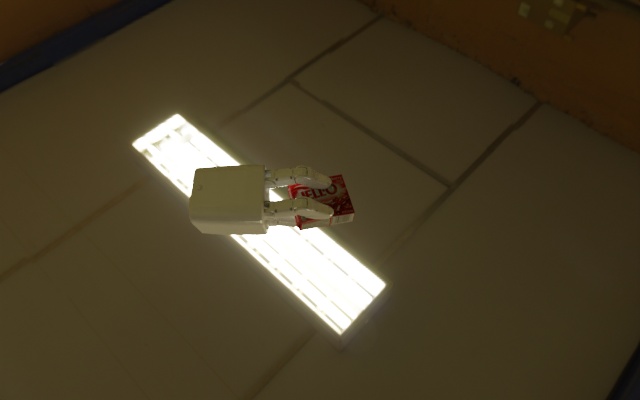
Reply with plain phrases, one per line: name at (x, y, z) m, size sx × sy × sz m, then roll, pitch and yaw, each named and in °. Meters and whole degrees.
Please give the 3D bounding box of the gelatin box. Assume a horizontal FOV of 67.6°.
gelatin box at (0.000, 0.003, 0.735) m, size 0.089 × 0.073 × 0.030 m, roll -10°, pitch -31°, yaw -13°
